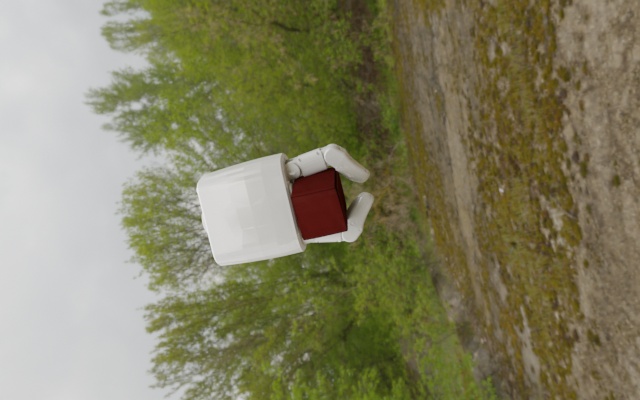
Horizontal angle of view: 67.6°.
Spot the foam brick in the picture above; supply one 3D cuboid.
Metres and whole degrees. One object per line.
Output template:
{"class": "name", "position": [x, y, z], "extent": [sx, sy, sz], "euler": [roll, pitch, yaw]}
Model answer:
{"class": "foam brick", "position": [0.000, 0.002, 0.534], "extent": [0.051, 0.053, 0.078], "euler": [-12, 20, 6]}
